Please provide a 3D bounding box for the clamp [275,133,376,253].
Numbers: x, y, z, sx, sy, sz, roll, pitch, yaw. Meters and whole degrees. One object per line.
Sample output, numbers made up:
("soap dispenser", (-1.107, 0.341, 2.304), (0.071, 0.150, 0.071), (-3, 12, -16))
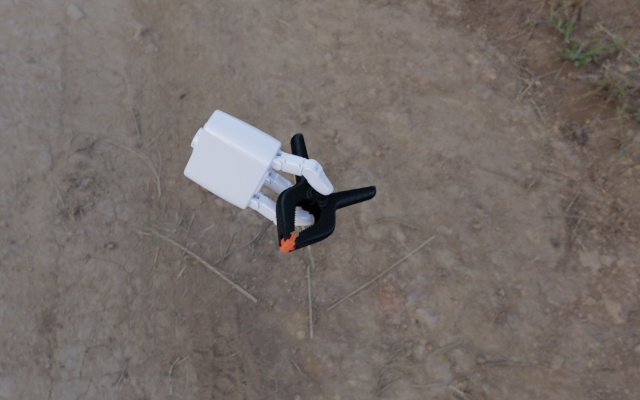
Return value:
("clamp", (0.000, 0.002, 0.721), (0.164, 0.209, 0.036), (29, -43, -9))
